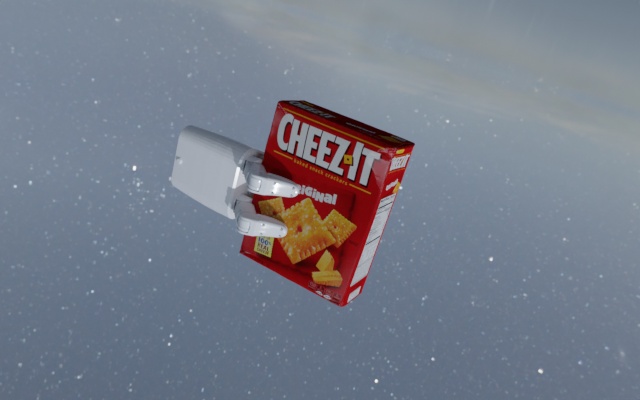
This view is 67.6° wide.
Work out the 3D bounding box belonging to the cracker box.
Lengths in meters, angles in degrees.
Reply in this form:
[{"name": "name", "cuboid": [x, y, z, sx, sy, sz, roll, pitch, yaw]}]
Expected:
[{"name": "cracker box", "cuboid": [0.000, 0.002, 0.599, 0.164, 0.214, 0.072, 25, 22, 22]}]
